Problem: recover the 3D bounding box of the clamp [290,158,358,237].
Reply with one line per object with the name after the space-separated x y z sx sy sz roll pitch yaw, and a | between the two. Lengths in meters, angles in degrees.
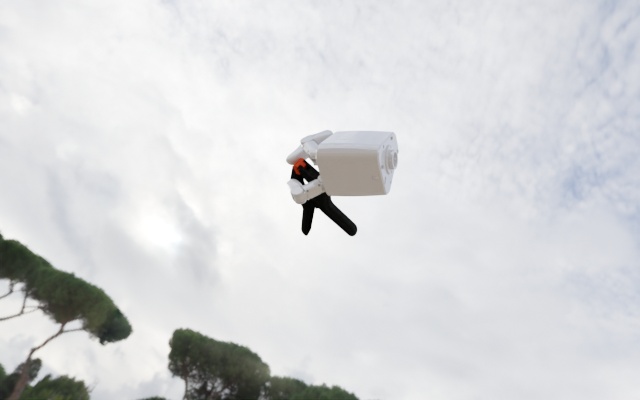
0.000 0.002 0.865 0.120 0.172 0.039 1 40 24 | clamp
